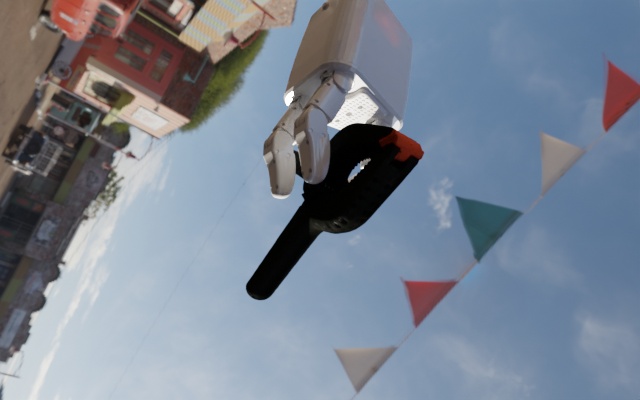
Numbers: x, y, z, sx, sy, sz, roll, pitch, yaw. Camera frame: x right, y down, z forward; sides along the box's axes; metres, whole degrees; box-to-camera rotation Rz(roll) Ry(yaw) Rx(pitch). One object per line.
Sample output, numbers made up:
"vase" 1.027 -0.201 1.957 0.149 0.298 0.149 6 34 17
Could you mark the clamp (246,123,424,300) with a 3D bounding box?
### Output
"clamp" 0.001 0.001 0.411 0.036 0.164 0.210 23 -24 -29
